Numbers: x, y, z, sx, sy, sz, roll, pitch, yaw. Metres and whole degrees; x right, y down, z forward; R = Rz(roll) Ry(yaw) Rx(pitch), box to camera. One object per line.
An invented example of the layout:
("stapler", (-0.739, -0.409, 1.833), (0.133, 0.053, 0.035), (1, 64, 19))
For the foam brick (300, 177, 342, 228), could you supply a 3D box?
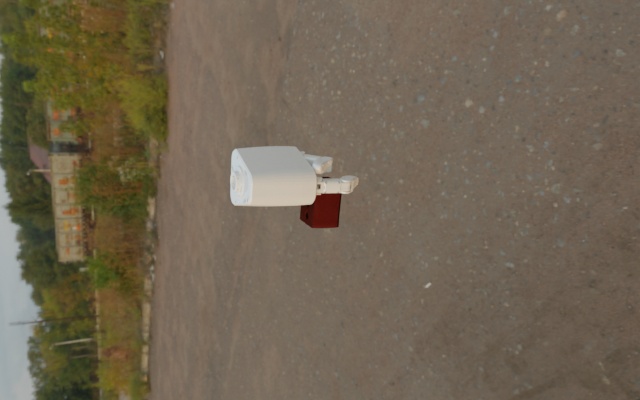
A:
("foam brick", (0.000, 0.003, 0.804), (0.051, 0.078, 0.053), (-4, 17, -28))
